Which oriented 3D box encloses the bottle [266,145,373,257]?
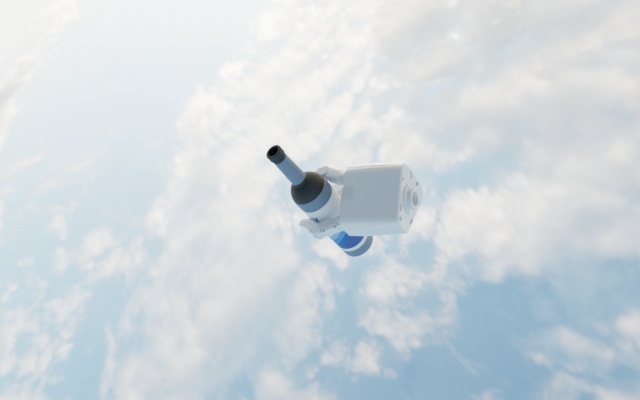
[{"bbox_3d":[0.000,0.003,0.840,0.069,0.069,0.296,0,-32,36],"label":"bottle"}]
